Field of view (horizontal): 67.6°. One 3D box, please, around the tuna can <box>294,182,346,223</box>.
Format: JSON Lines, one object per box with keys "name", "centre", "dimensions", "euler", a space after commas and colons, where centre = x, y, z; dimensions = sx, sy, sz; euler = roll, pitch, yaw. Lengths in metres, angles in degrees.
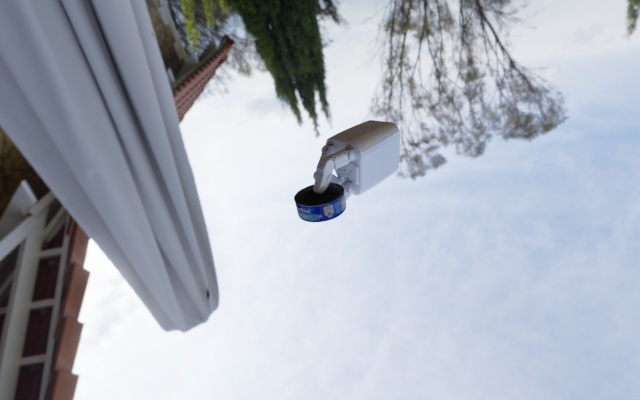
{"name": "tuna can", "centre": [0.000, 0.003, 0.805], "dimensions": [0.086, 0.034, 0.086], "euler": [-9, 26, 5]}
